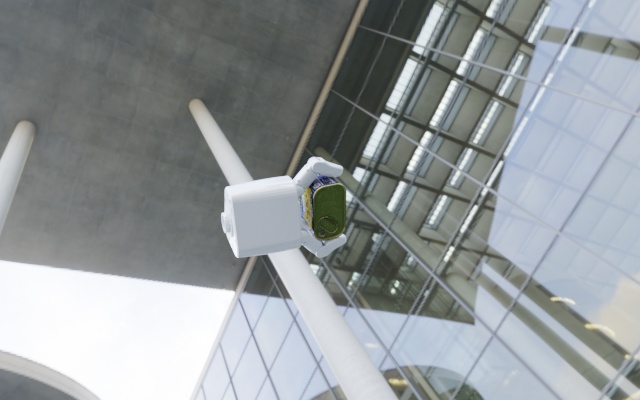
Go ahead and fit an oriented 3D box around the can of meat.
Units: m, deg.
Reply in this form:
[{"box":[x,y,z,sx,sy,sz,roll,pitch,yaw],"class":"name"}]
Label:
[{"box":[0.000,0.002,0.806,0.057,0.102,0.084,-12,31,-19],"class":"can of meat"}]
